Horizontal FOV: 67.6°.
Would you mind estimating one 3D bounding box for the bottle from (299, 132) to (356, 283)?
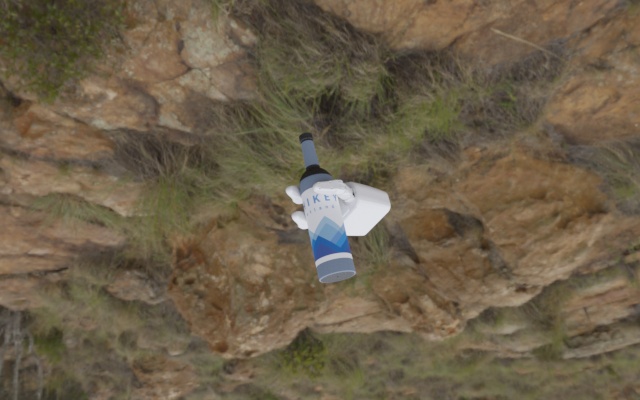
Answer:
[{"bbox_3d":[0.000,0.003,0.900,0.069,0.295,0.069,-11,-23,-5],"label":"bottle"}]
